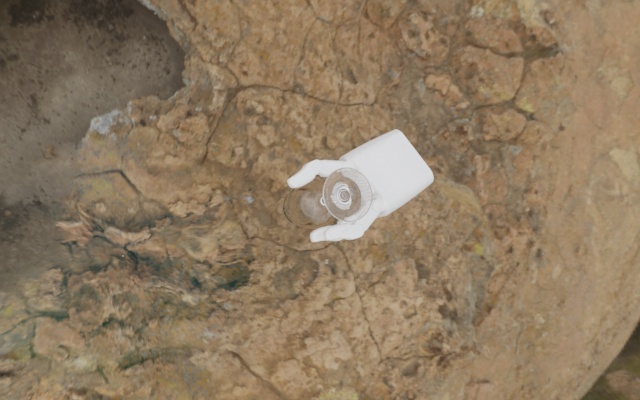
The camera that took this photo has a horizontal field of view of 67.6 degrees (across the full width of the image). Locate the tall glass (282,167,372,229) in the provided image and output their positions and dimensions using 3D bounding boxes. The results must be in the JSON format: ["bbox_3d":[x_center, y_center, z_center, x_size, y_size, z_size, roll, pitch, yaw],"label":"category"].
[{"bbox_3d":[0.000,0.002,0.734,0.079,0.079,0.201,0,-6,-23],"label":"tall glass"}]
